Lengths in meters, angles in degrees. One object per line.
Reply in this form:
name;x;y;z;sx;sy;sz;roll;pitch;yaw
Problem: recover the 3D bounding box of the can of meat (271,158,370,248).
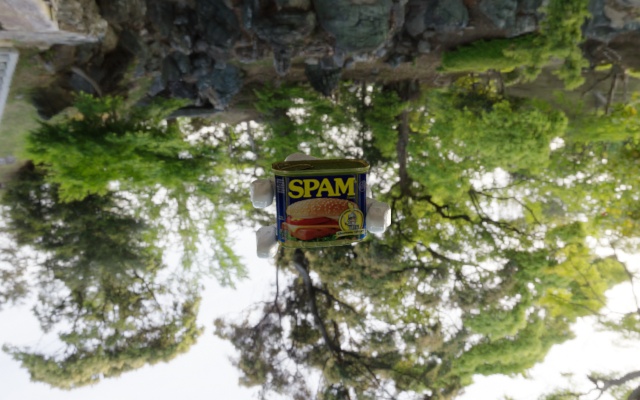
can of meat;0.000;0.002;0.513;0.102;0.084;0.057;-3;15;-6
